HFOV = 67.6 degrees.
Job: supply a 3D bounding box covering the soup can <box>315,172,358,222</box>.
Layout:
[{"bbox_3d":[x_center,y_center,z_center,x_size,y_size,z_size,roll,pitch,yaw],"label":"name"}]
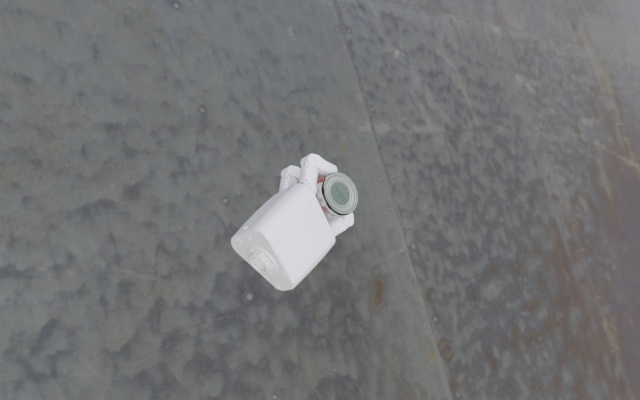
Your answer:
[{"bbox_3d":[0.001,0.002,0.734,0.068,0.068,0.102,0,-15,-38],"label":"soup can"}]
